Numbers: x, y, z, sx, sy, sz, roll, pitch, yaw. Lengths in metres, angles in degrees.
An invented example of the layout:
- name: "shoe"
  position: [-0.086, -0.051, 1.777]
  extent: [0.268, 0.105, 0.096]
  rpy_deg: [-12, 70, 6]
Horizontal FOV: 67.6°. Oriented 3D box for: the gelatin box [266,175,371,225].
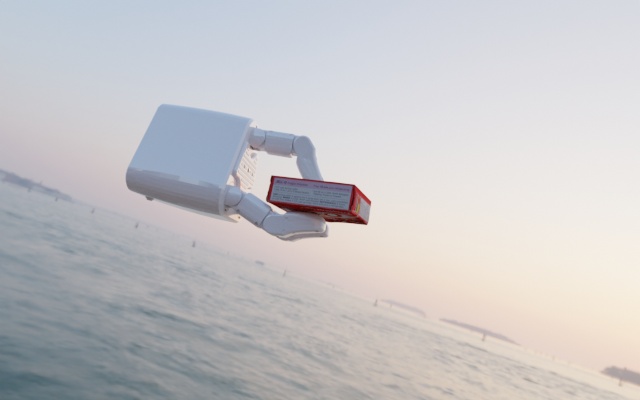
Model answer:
- name: "gelatin box"
  position: [0.000, 0.001, 0.482]
  extent: [0.089, 0.030, 0.073]
  rpy_deg: [6, -11, 19]
